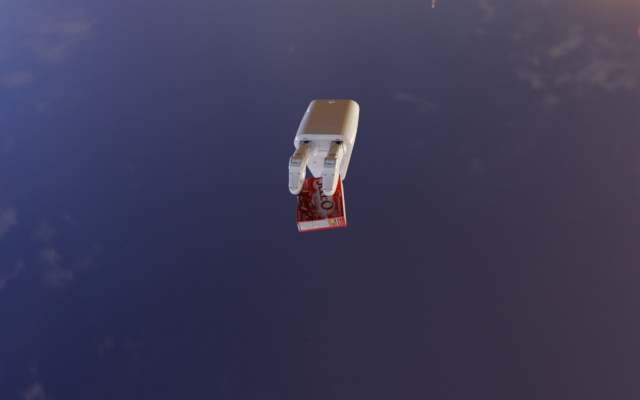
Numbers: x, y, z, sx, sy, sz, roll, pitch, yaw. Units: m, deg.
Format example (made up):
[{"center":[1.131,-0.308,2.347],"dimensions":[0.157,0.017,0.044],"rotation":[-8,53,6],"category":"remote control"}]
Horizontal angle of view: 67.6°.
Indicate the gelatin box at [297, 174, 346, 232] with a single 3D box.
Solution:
[{"center":[0.000,0.003,0.747],"dimensions":[0.073,0.089,0.030],"rotation":[-7,-39,6],"category":"gelatin box"}]
